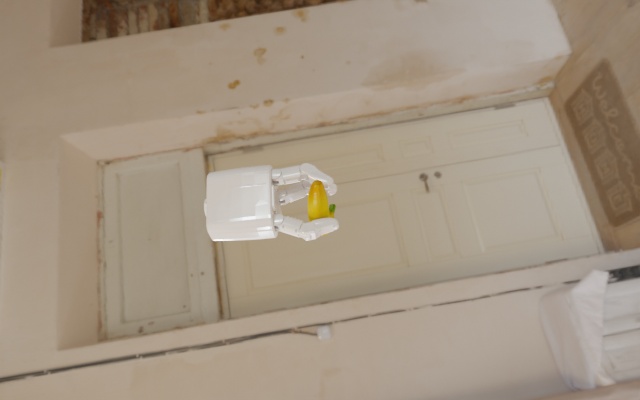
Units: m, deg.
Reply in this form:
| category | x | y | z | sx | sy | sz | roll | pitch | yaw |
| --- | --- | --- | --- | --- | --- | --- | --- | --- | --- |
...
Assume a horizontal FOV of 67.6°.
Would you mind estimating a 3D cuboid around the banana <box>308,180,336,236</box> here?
| category | x | y | z | sx | sy | sz | roll | pitch | yaw |
| --- | --- | --- | --- | --- | --- | --- | --- | --- | --- |
| banana | 0.000 | 0.022 | 0.799 | 0.037 | 0.069 | 0.198 | -1 | -12 | 6 |
